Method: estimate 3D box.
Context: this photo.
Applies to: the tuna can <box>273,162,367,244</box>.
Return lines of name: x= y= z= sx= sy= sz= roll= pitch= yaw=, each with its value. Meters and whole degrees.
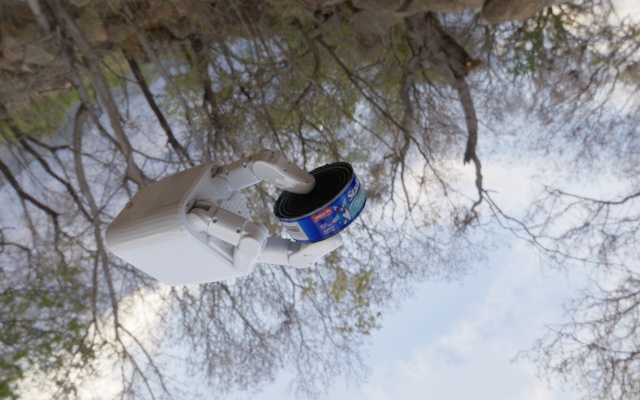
tuna can: x=0.000 y=0.002 z=0.455 sx=0.086 sy=0.034 sz=0.086 roll=-25 pitch=26 yaw=13
